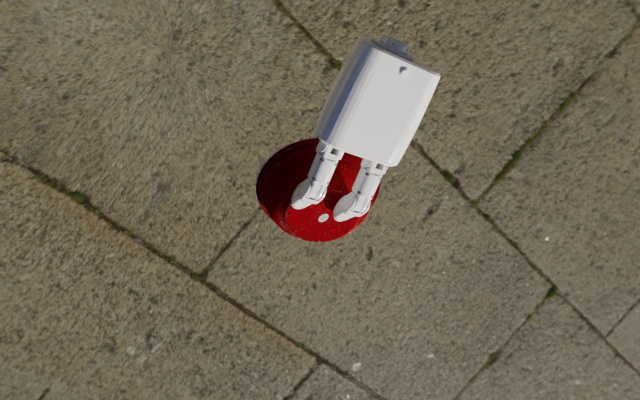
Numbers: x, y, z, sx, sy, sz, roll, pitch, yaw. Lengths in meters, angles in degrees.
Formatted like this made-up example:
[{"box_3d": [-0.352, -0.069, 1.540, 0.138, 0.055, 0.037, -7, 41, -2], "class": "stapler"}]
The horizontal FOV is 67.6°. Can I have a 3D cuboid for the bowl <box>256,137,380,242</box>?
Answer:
[{"box_3d": [0.000, 0.003, 0.599, 0.162, 0.162, 0.055, 0, 43, -8], "class": "bowl"}]
